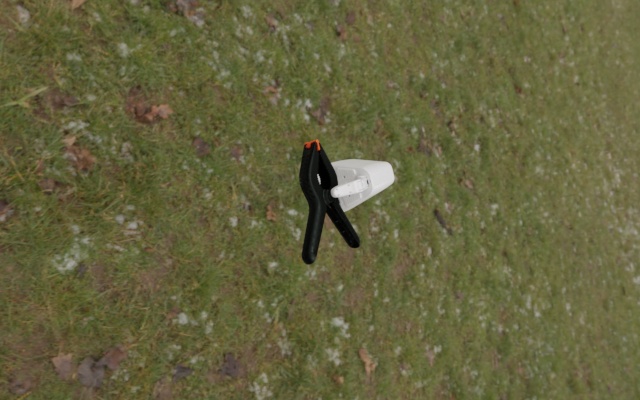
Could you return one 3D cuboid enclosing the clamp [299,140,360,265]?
[{"bbox_3d":[0.001,0.002,0.817,0.036,0.210,0.164,-12,5,33],"label":"clamp"}]
